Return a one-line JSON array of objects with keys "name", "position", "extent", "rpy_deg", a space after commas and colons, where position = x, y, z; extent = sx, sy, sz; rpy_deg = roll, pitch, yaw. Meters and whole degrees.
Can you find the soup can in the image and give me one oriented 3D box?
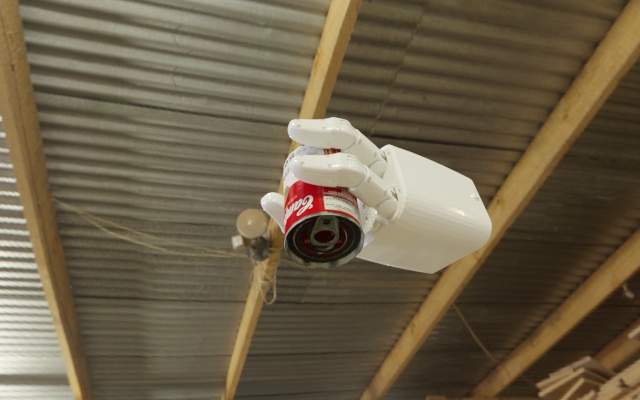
[{"name": "soup can", "position": [0.000, 0.001, 0.437], "extent": [0.068, 0.069, 0.102], "rpy_deg": [0, 43, -6]}]
